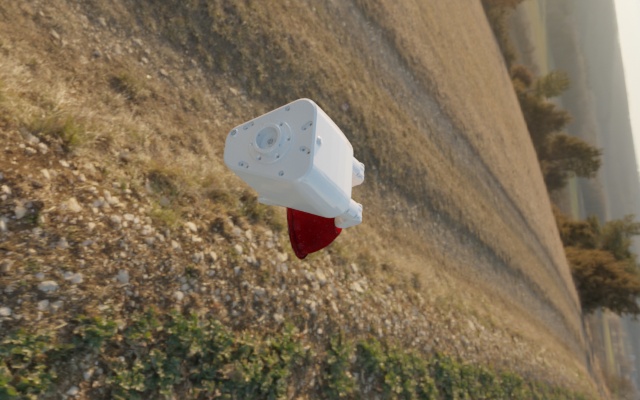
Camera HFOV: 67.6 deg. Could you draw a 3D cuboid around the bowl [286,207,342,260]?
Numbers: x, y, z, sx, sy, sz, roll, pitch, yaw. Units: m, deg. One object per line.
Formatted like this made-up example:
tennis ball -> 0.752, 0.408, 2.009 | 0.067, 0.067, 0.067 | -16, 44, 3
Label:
bowl -> 0.001, 0.002, 0.667 | 0.055, 0.162, 0.162 | 0, 0, 12
